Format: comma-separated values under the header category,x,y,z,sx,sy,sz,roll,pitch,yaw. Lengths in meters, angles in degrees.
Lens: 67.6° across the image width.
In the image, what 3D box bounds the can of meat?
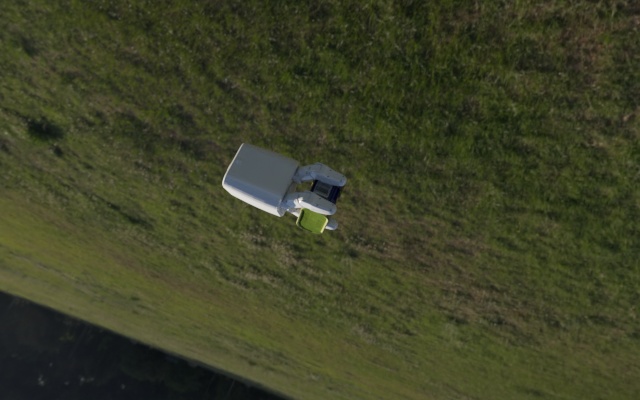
category,x,y,z,sx,sy,sz,roll,pitch,yaw
can of meat,0.000,0.003,0.836,0.057,0.084,0.102,23,-25,1
